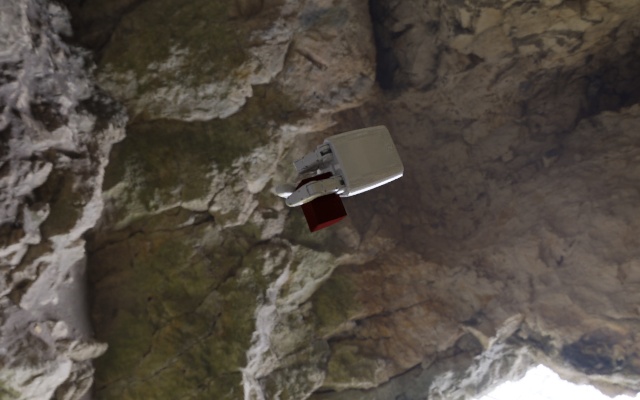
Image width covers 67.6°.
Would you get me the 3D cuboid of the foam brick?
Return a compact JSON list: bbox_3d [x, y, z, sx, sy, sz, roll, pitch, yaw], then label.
[{"bbox_3d":[0.000,0.003,0.760,0.051,0.078,0.053,-17,-10,-21],"label":"foam brick"}]
